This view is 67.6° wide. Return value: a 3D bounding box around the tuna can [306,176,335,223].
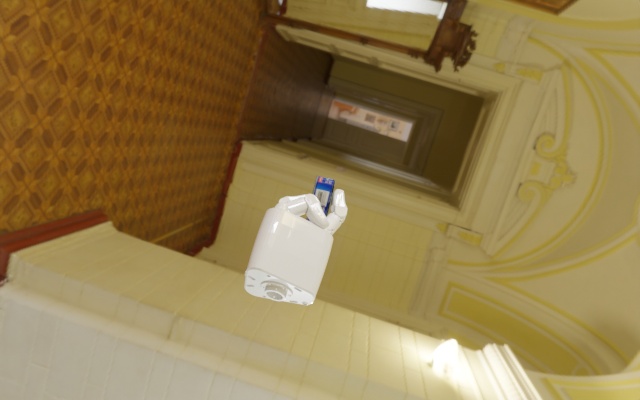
[{"bbox_3d":[0.001,0.003,0.813,0.034,0.086,0.086,13,0,0],"label":"tuna can"}]
